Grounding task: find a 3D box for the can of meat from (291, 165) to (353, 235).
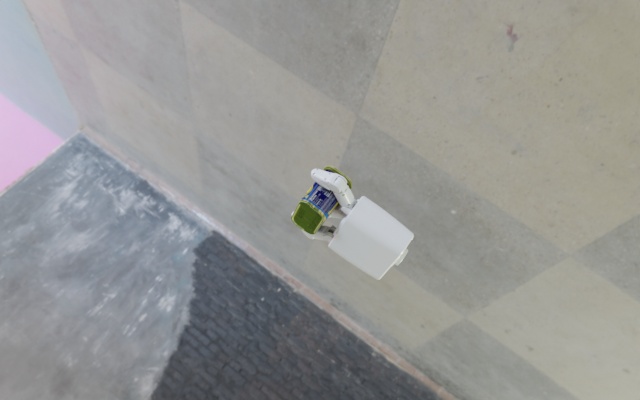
[{"bbox_3d":[0.000,0.003,0.807,0.057,0.084,0.102,36,-27,3],"label":"can of meat"}]
